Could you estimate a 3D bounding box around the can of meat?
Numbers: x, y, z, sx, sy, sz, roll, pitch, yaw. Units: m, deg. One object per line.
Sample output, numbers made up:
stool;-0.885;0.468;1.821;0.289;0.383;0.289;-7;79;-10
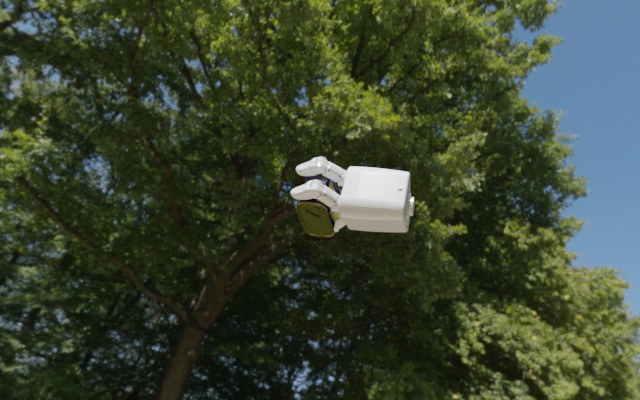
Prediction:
can of meat;0.000;0.003;0.852;0.057;0.084;0.102;4;-36;18
